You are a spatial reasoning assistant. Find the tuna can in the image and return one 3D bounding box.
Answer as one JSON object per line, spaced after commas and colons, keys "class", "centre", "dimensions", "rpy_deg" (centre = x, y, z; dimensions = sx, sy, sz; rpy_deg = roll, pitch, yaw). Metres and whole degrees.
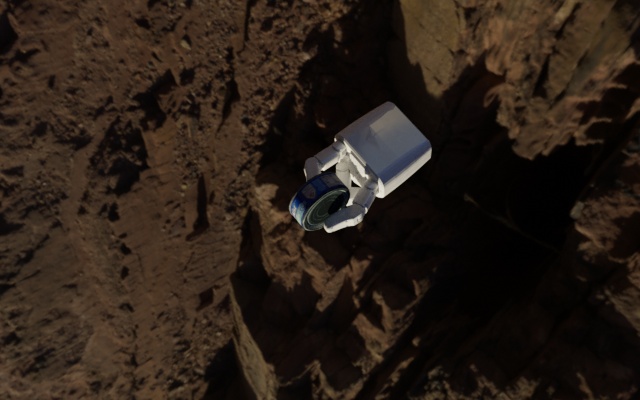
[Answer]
{"class": "tuna can", "centre": [0.000, 0.003, 0.676], "dimensions": [0.086, 0.086, 0.033], "rpy_deg": [0, 42, -52]}
